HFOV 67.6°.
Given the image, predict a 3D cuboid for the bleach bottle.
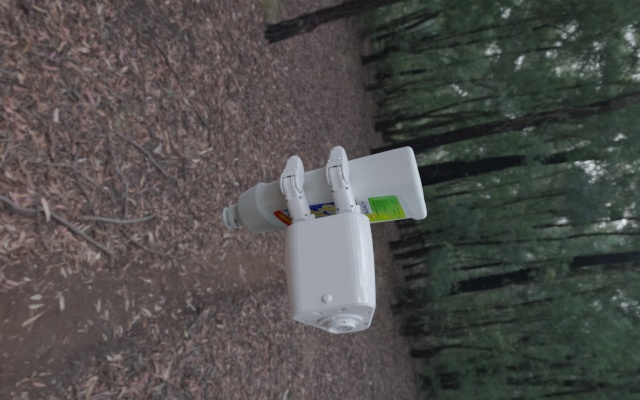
[{"bbox_3d":[0.000,0.002,0.604,0.251,0.068,0.103,-12,-31,14],"label":"bleach bottle"}]
